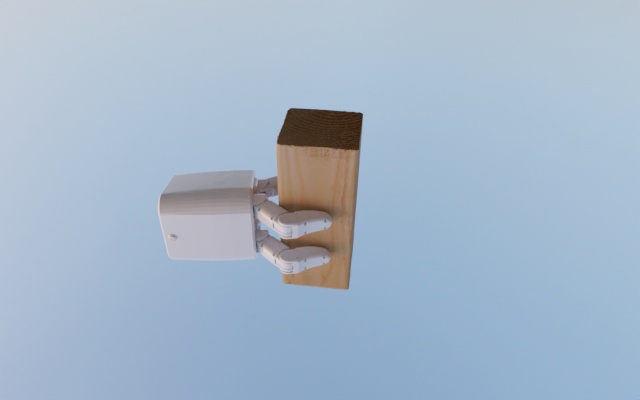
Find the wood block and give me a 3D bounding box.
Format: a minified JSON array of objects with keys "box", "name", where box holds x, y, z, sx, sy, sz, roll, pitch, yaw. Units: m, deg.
[{"box":[0.000,0.002,0.585,0.090,0.206,0.090,4,37,4],"name":"wood block"}]
